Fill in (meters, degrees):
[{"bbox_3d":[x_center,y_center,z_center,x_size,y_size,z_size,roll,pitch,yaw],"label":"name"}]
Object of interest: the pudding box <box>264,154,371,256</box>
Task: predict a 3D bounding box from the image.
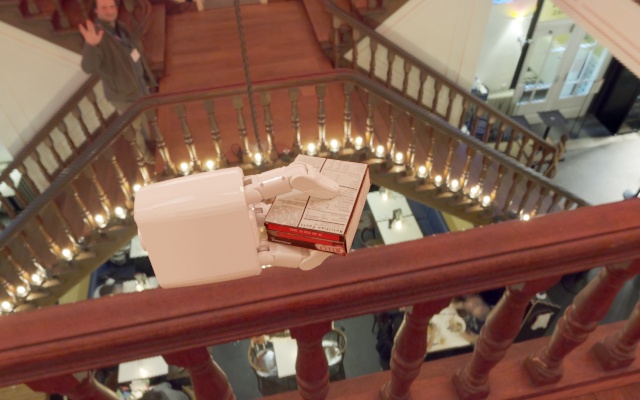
[{"bbox_3d":[0.000,0.002,0.523,0.090,0.113,0.039,10,-40,15],"label":"pudding box"}]
